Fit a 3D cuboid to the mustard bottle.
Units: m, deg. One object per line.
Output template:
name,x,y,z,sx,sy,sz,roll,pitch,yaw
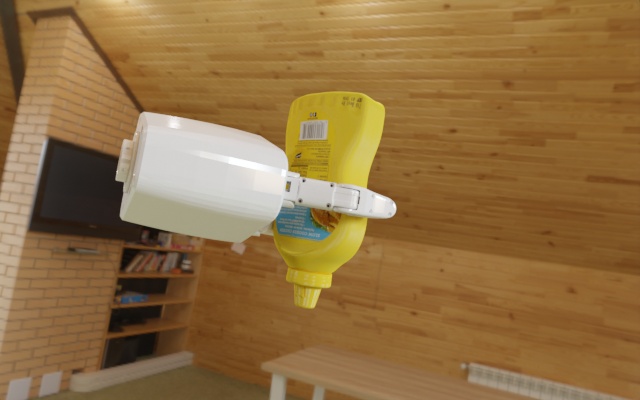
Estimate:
mustard bottle,0.000,0.001,0.437,0.096,0.191,0.058,5,-6,40
